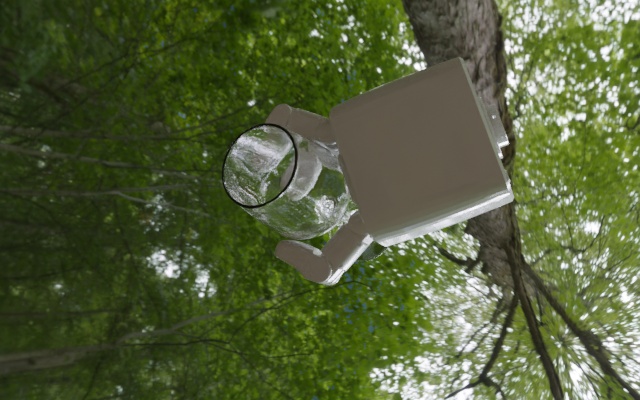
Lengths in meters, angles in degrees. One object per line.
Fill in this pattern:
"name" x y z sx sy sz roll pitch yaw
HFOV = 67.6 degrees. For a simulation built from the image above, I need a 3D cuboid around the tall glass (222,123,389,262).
"tall glass" 0.000 0.002 0.412 0.079 0.079 0.201 0 -15 27
